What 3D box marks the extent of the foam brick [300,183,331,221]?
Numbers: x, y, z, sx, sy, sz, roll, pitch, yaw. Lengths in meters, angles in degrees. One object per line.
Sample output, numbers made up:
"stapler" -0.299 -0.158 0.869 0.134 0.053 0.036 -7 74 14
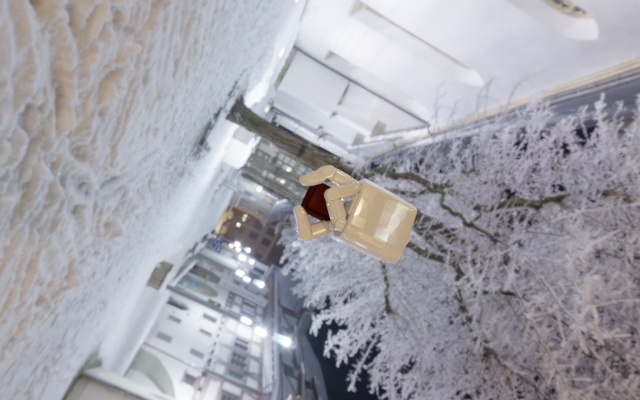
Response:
"foam brick" 0.000 0.003 0.832 0.051 0.053 0.078 26 -7 -8
